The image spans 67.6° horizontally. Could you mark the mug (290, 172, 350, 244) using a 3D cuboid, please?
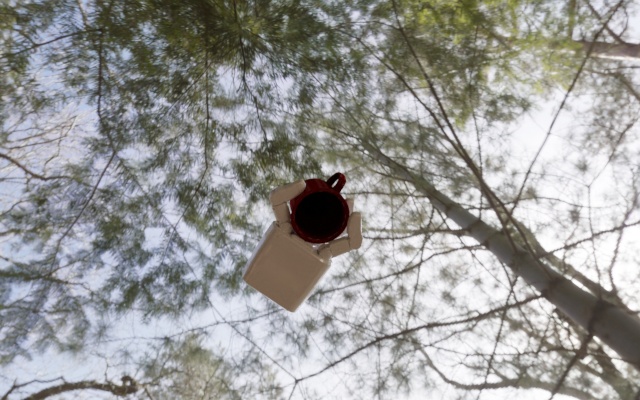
[{"bbox_3d":[0.001,0.001,0.775,0.093,0.117,0.081,31,11,-18],"label":"mug"}]
